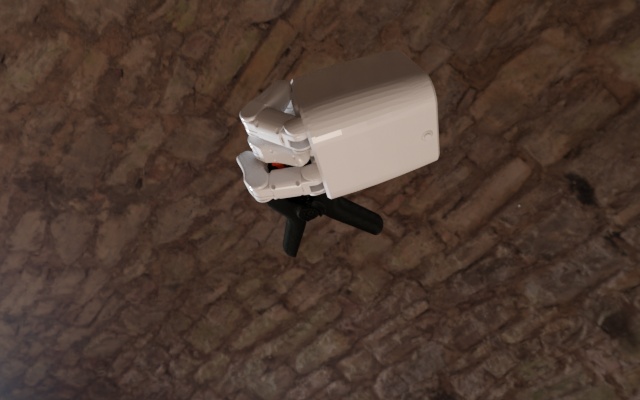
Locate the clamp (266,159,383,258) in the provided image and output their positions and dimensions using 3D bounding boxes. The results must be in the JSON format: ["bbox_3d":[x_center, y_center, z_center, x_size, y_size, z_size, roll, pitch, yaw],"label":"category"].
[{"bbox_3d":[0.000,0.001,0.503,0.120,0.039,0.172,-16,-37,3],"label":"clamp"}]
